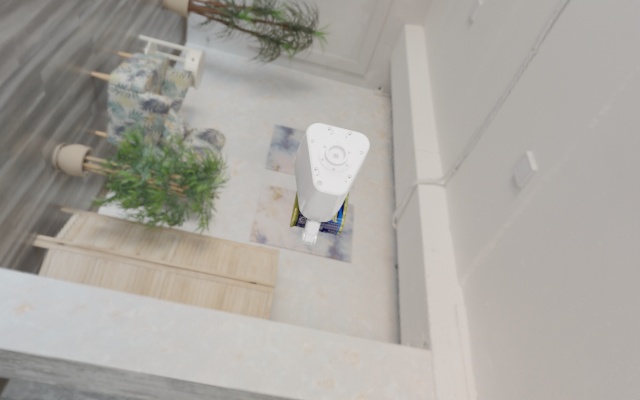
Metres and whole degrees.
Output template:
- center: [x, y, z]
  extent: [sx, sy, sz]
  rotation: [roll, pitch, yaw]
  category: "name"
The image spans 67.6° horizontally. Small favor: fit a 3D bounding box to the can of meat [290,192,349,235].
- center: [0.000, 0.003, 0.799]
  extent: [0.084, 0.102, 0.057]
  rotation: [13, -26, -6]
  category: "can of meat"
